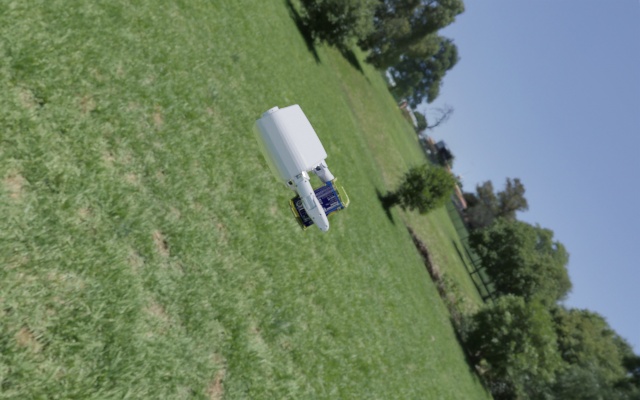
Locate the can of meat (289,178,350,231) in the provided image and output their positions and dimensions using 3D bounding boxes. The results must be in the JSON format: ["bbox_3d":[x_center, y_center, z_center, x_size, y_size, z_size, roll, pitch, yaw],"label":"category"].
[{"bbox_3d":[0.000,0.003,0.821,0.084,0.057,0.102,-27,3,9],"label":"can of meat"}]
